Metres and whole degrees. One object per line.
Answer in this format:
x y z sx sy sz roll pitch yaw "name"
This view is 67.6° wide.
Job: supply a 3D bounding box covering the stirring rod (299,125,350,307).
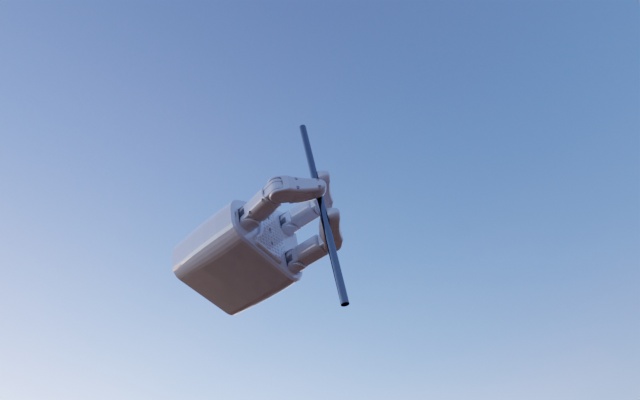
0.000 0.002 0.496 0.011 0.239 0.011 -8 -40 -7 "stirring rod"
